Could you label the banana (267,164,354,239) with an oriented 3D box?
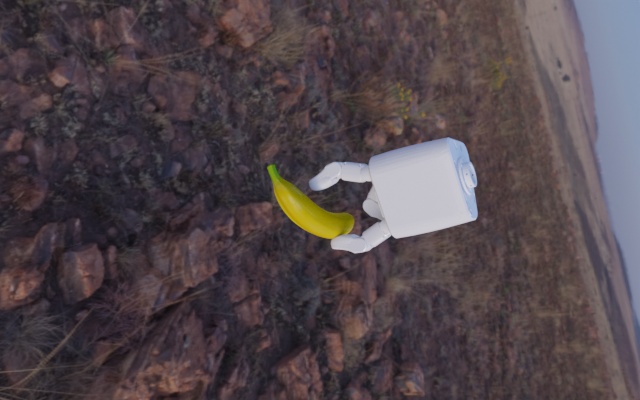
[{"bbox_3d":[-0.002,0.018,0.665,0.037,0.069,0.198,-16,-32,30],"label":"banana"}]
